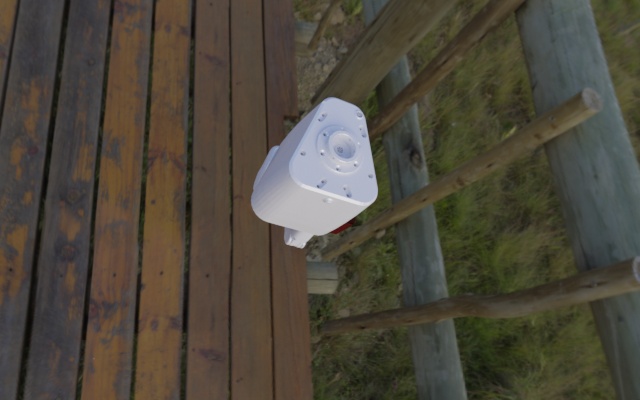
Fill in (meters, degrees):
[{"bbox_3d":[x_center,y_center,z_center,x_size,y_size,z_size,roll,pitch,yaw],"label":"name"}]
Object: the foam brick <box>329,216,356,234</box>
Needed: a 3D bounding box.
[{"bbox_3d":[0.000,0.002,0.577,0.078,0.053,0.051,17,-25,-20],"label":"foam brick"}]
